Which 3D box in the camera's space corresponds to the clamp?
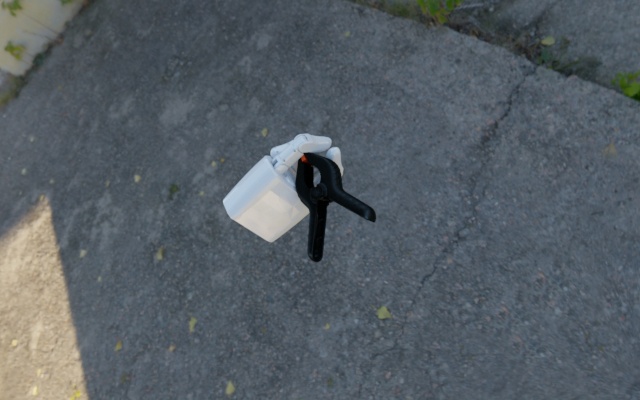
[{"bbox_3d":[0.000,0.002,0.705,0.120,0.171,0.039,-42,-37,15],"label":"clamp"}]
